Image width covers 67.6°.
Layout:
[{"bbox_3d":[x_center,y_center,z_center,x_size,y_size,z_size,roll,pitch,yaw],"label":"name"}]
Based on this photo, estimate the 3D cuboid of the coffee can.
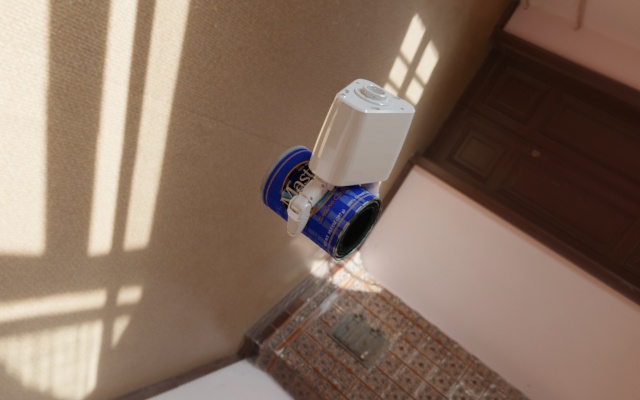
[{"bbox_3d":[0.000,0.002,0.666,0.140,0.103,0.103,36,16,23],"label":"coffee can"}]
